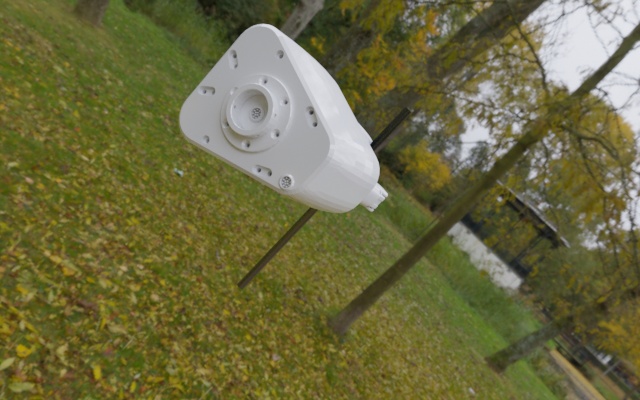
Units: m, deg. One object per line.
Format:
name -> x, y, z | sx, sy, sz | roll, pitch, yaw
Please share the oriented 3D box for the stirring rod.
stirring rod -> 0.000, 0.002, 0.465 | 0.011, 0.239, 0.011 | 42, 10, -9
